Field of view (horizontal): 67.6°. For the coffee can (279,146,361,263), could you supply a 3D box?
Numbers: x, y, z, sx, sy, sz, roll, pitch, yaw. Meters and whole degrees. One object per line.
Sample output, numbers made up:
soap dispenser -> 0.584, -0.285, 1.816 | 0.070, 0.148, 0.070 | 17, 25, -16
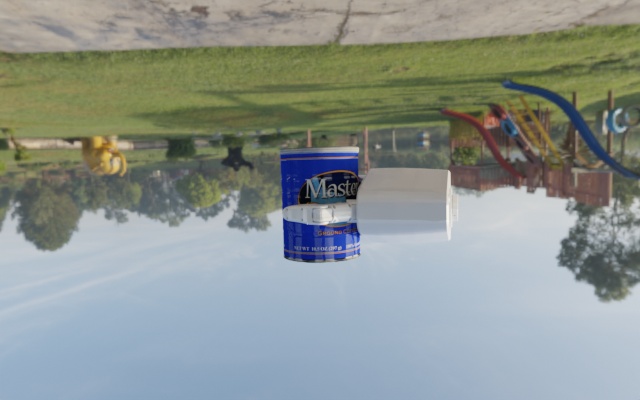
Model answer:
coffee can -> 0.000, 0.002, 0.622 | 0.103, 0.140, 0.103 | -2, 5, 0
